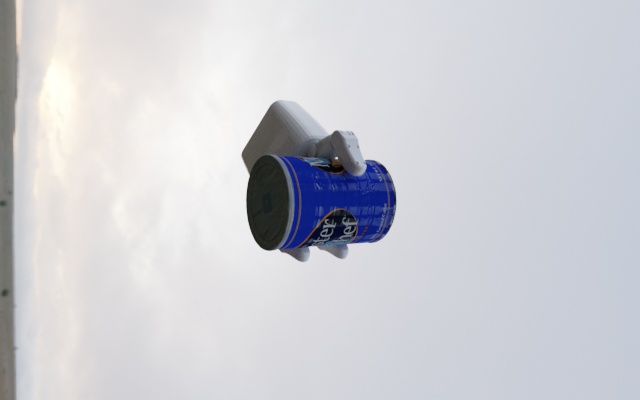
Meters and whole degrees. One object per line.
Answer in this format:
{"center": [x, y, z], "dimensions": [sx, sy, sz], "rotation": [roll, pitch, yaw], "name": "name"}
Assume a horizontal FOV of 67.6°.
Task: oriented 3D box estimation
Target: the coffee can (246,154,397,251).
{"center": [0.000, 0.002, 0.543], "dimensions": [0.140, 0.103, 0.103], "rotation": [-1, 0, -33], "name": "coffee can"}
